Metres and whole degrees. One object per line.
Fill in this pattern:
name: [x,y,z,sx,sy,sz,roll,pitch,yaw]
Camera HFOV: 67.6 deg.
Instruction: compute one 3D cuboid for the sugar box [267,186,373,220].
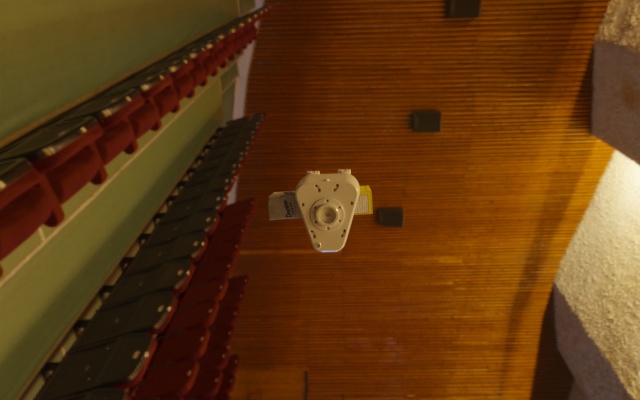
sugar box: [0.000,0.002,0.838,0.176,0.048,0.093,-1,7,2]
